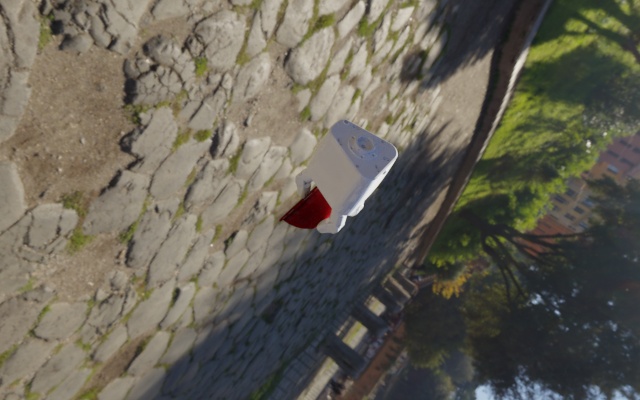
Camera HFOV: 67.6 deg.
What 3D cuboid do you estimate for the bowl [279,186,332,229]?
[{"bbox_3d":[0.000,0.003,0.887,0.162,0.055,0.162,-42,3,3],"label":"bowl"}]
